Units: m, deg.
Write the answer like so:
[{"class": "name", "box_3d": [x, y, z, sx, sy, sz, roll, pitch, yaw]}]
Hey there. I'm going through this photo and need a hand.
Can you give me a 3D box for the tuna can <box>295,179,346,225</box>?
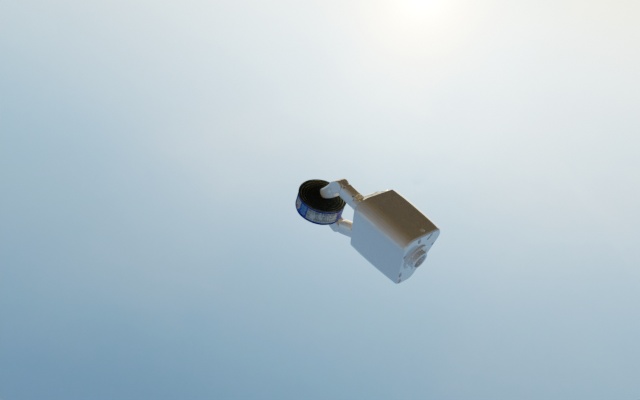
[{"class": "tuna can", "box_3d": [0.000, 0.003, 0.825, 0.086, 0.034, 0.086, 11, 39, -9]}]
